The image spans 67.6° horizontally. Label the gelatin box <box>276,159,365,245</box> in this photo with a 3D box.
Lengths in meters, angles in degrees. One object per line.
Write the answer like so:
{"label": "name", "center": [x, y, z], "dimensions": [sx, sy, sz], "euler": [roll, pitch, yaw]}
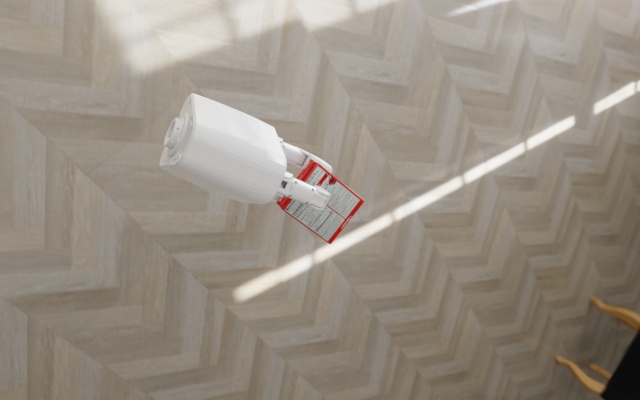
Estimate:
{"label": "gelatin box", "center": [0.001, 0.002, 0.611], "dimensions": [0.089, 0.073, 0.030], "euler": [37, 0, -25]}
